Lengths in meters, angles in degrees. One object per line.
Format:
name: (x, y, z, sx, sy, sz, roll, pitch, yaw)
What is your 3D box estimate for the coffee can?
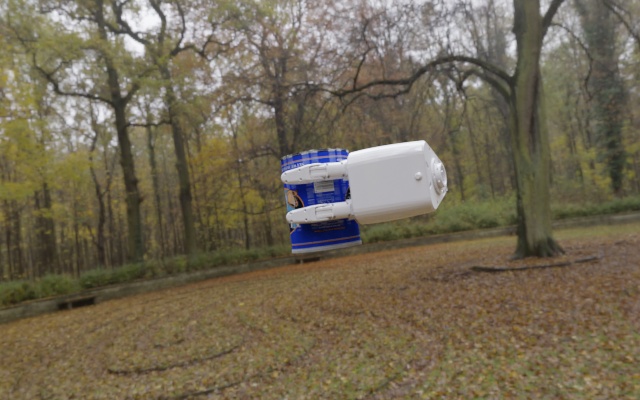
coffee can: (0.000, 0.002, 0.702, 0.103, 0.140, 0.103, -8, -3, 0)
